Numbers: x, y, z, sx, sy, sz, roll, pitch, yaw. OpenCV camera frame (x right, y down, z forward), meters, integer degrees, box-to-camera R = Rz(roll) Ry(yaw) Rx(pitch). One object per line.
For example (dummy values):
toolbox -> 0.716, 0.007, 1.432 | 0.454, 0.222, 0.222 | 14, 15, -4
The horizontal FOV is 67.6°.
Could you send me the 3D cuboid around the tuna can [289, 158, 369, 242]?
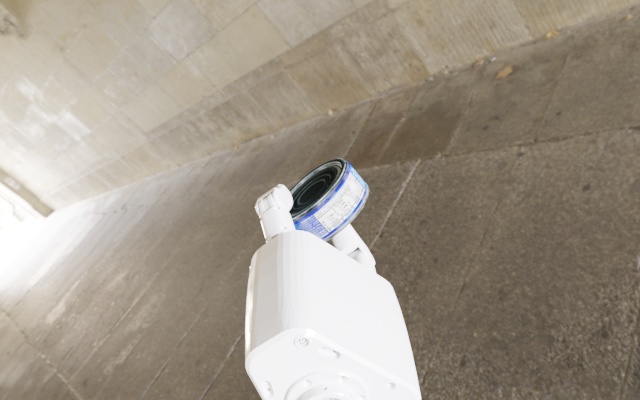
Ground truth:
tuna can -> 0.000, 0.001, 0.434 | 0.086, 0.034, 0.086 | -36, 21, 16
